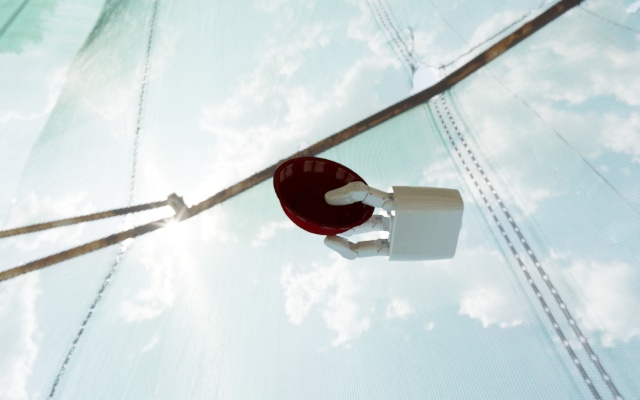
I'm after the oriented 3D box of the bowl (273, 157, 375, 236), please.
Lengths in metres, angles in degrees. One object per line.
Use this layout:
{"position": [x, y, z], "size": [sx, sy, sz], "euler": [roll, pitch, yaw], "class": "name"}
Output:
{"position": [-0.001, 0.002, 0.738], "size": [0.162, 0.055, 0.162], "euler": [12, 40, -10], "class": "bowl"}
